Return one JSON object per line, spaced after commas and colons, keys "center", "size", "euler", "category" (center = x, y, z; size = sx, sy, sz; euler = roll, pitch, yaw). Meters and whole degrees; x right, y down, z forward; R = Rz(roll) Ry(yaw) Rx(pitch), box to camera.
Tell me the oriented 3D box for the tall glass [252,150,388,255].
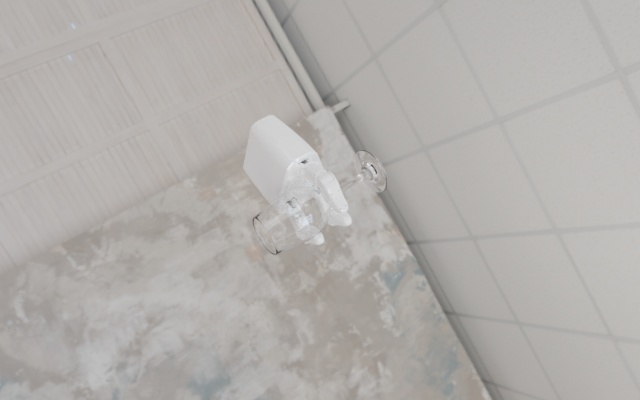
{"center": [0.001, 0.002, 0.703], "size": [0.201, 0.079, 0.079], "euler": [-32, 13, -23], "category": "tall glass"}
